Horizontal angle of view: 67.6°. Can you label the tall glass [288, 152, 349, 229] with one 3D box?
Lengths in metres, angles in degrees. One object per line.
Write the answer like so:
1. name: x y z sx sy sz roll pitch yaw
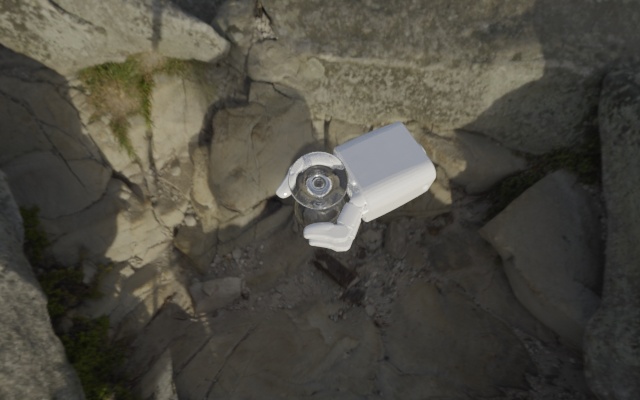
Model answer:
1. tall glass: 0.000 0.002 0.674 0.079 0.079 0.201 0 -16 1
